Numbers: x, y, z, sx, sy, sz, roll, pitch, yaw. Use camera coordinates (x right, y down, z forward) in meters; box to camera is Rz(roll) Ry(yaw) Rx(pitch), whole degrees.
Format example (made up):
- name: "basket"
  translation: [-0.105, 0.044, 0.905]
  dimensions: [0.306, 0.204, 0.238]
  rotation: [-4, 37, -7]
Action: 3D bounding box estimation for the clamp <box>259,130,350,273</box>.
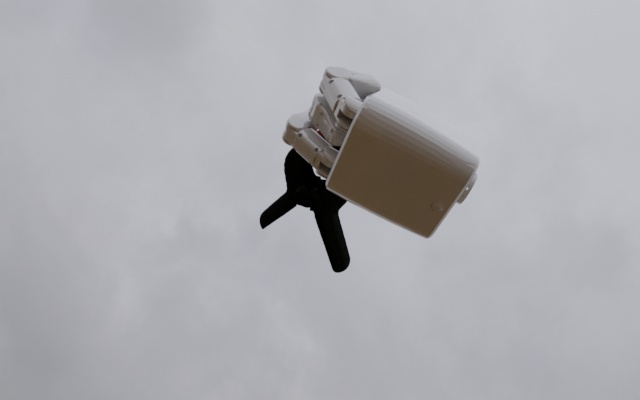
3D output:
- name: "clamp"
  translation: [0.000, 0.001, 0.510]
  dimensions: [0.120, 0.172, 0.039]
  rotation: [31, 44, 8]
